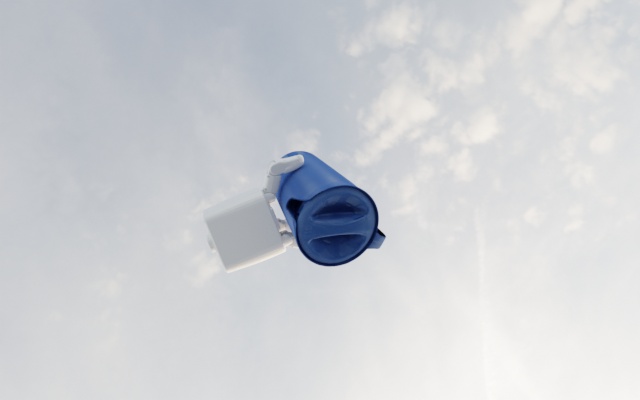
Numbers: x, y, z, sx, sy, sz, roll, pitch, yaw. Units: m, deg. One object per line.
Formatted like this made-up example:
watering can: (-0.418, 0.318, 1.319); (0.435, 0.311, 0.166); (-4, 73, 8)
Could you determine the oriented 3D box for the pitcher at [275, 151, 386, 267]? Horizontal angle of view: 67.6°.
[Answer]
pitcher: (0.000, 0.003, 0.812); (0.145, 0.149, 0.242); (-22, 27, -9)
